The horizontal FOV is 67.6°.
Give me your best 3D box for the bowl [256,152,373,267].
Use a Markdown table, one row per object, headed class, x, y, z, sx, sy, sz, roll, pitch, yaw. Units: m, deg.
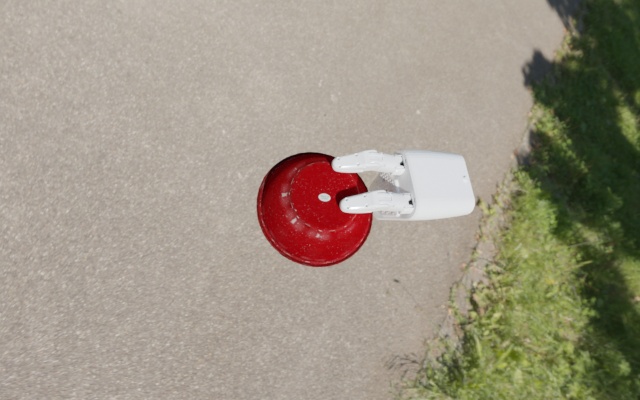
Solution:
| class | x | y | z | sx | sy | sz | roll | pitch | yaw |
| --- | --- | --- | --- | --- | --- | --- | --- | --- | --- |
| bowl | -0.001 | 0.002 | 0.618 | 0.162 | 0.162 | 0.055 | 0 | -17 | -14 |
